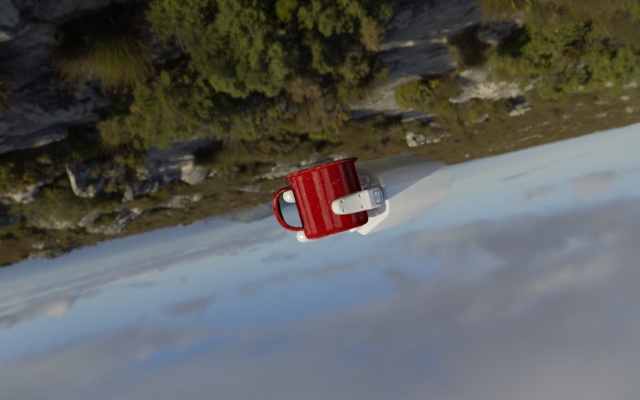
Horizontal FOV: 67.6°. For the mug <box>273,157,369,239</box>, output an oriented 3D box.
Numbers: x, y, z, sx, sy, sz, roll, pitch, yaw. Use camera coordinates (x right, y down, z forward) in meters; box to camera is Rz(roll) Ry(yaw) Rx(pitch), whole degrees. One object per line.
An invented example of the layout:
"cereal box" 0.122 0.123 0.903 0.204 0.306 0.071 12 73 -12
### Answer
"mug" -0.001 0.002 0.580 0.117 0.081 0.093 -15 -1 -20
